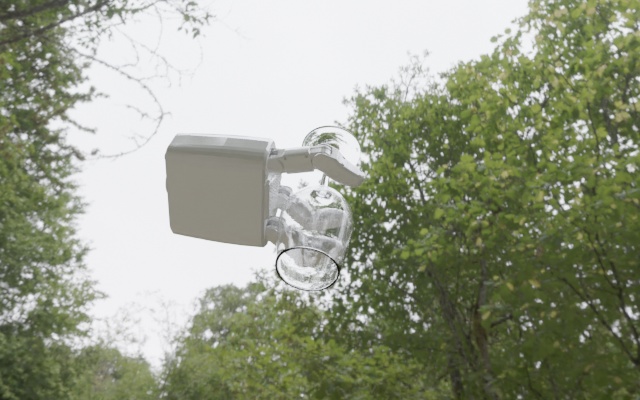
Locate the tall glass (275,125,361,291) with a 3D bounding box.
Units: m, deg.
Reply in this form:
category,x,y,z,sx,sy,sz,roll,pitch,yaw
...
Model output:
category,x,y,z,sx,sy,sz,roll,pitch,yaw
tall glass,0.000,0.001,0.521,0.079,0.079,0.201,0,40,9
